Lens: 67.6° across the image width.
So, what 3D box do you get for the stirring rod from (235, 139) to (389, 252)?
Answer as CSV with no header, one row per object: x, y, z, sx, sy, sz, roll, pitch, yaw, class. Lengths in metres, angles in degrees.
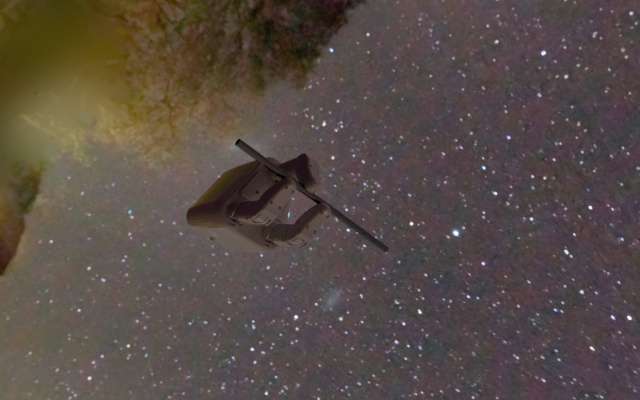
0.000,0.002,0.539,0.240,0.011,0.011,36,-21,-32,stirring rod
